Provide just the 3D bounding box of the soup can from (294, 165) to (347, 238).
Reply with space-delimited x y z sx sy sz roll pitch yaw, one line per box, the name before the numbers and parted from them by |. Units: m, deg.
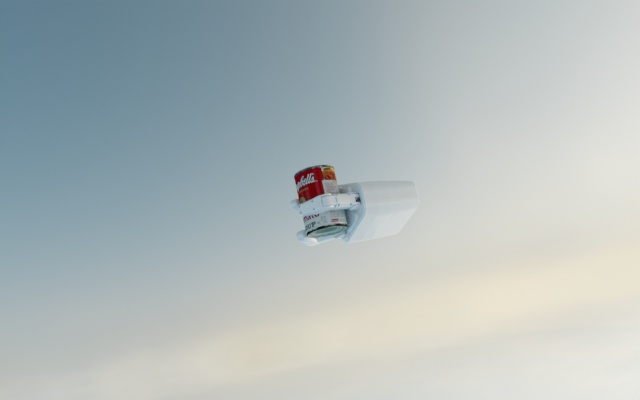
soup can | 0.000 0.003 0.765 0.068 0.102 0.068 -12 -16 -3
